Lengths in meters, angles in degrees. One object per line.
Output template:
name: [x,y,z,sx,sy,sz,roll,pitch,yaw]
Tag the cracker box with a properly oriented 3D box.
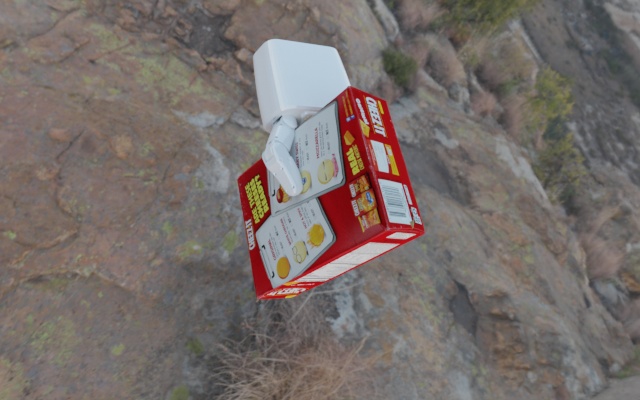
cracker box: [0.000,0.002,0.544,0.072,0.164,0.214,9,-31,-42]
